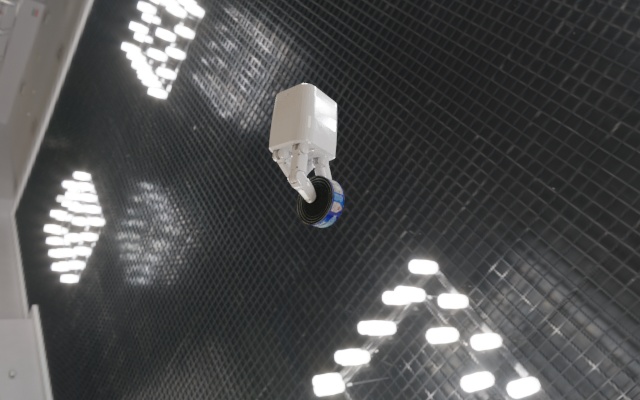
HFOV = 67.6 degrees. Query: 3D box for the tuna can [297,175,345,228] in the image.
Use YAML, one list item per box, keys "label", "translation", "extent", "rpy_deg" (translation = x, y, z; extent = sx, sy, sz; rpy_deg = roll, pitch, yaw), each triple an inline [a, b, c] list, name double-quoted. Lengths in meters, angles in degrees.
- label: "tuna can"
  translation: [0.001, 0.003, 0.812]
  extent: [0.034, 0.086, 0.086]
  rpy_deg: [19, -13, -42]
